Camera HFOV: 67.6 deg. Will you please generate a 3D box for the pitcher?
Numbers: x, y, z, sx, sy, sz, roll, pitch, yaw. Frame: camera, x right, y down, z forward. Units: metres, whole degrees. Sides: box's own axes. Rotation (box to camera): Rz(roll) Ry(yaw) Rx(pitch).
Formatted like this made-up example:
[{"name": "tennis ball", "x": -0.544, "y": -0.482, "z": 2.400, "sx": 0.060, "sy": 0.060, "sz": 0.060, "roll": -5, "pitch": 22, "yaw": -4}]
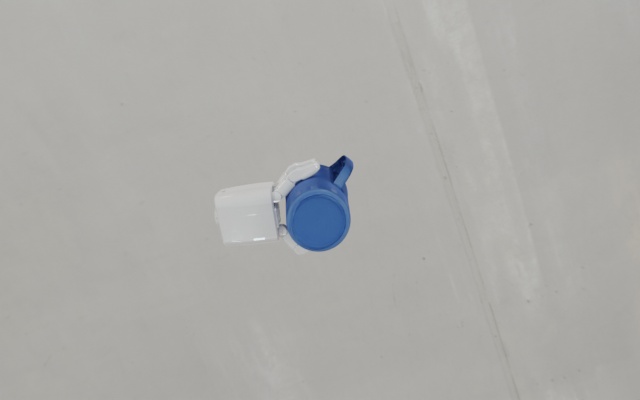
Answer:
[{"name": "pitcher", "x": 0.000, "y": 0.003, "z": 0.896, "sx": 0.145, "sy": 0.149, "sz": 0.242, "roll": -7, "pitch": 11, "yaw": 0}]
